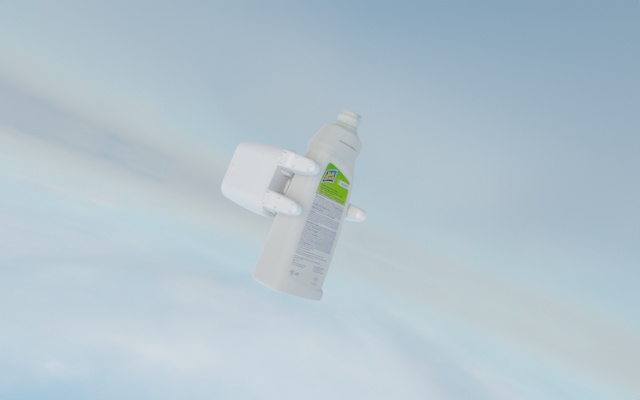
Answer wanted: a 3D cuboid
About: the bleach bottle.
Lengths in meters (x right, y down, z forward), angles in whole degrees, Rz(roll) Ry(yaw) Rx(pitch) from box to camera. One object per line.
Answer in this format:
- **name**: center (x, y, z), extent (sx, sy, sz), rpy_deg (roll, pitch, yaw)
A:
- **bleach bottle**: center (0.000, 0.002, 0.636), extent (0.068, 0.251, 0.102), rpy_deg (19, -5, 43)
